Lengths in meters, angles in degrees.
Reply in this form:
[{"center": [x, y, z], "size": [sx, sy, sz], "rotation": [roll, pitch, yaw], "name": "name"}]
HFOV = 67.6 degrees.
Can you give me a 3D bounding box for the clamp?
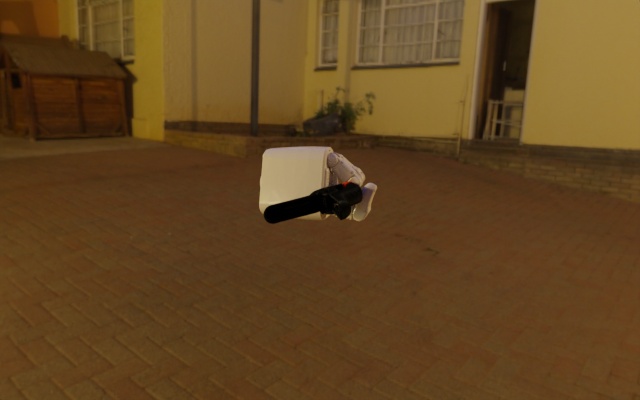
[{"center": [0.000, 0.002, 0.664], "size": [0.120, 0.039, 0.171], "rotation": [0, 9, 17], "name": "clamp"}]
